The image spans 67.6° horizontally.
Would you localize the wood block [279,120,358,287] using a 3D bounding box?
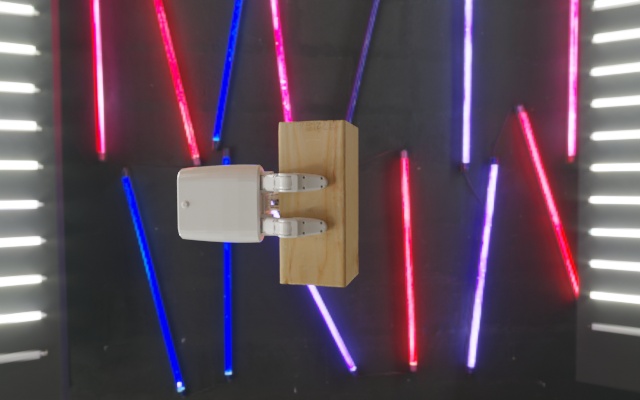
[{"bbox_3d":[0.000,0.002,0.638,0.090,0.206,0.091,1,3,14],"label":"wood block"}]
